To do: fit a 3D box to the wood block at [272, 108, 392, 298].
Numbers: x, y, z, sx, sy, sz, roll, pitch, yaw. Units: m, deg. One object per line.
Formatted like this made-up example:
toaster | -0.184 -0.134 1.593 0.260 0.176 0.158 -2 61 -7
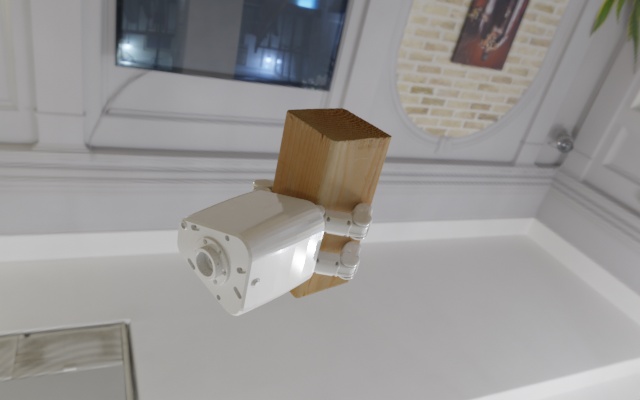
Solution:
wood block | 0.000 0.002 0.579 0.090 0.206 0.090 -10 36 -38
